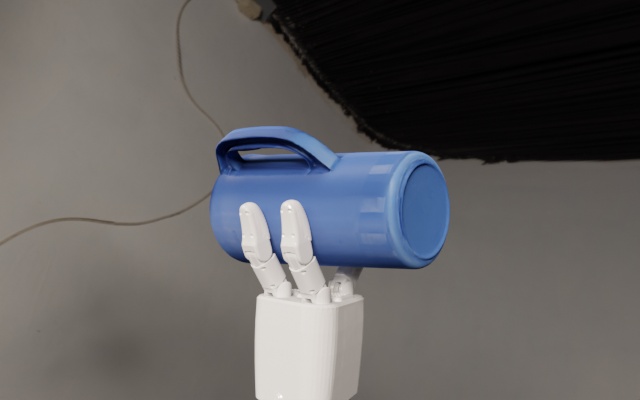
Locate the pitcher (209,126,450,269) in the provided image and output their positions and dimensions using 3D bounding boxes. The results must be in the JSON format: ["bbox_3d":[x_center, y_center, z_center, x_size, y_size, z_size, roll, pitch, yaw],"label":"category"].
[{"bbox_3d":[0.000,0.002,0.502,0.243,0.145,0.149,-1,-6,41],"label":"pitcher"}]
